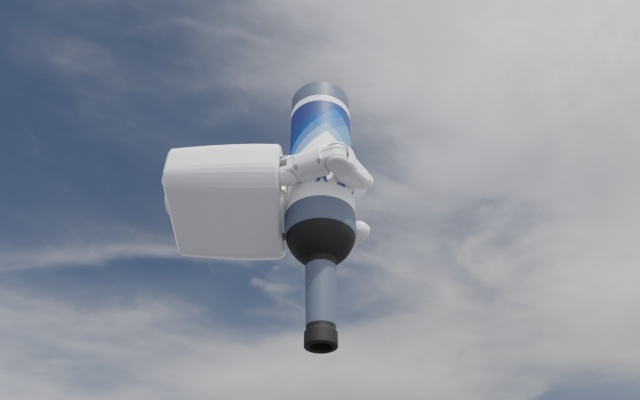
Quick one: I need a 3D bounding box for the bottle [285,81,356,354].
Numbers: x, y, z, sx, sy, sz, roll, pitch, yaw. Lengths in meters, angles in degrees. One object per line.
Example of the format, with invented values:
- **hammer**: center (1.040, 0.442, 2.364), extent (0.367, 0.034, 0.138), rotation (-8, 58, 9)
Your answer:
- **bottle**: center (0.000, 0.001, 0.468), extent (0.069, 0.295, 0.069), rotation (0, -39, 0)
